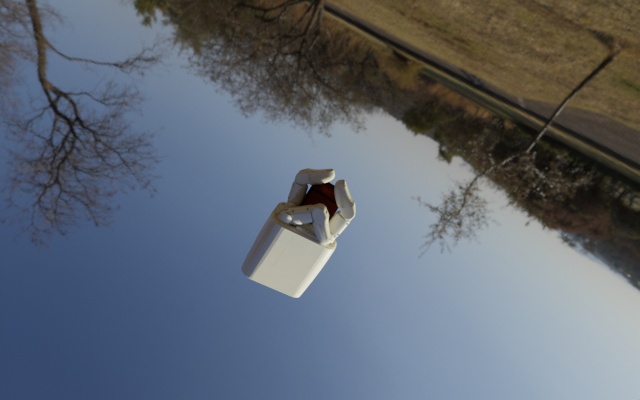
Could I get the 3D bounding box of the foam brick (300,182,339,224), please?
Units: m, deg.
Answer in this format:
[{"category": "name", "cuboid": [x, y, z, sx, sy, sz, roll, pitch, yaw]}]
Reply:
[{"category": "foam brick", "cuboid": [0.000, 0.002, 0.759, 0.053, 0.051, 0.078, 32, 17, -2]}]
